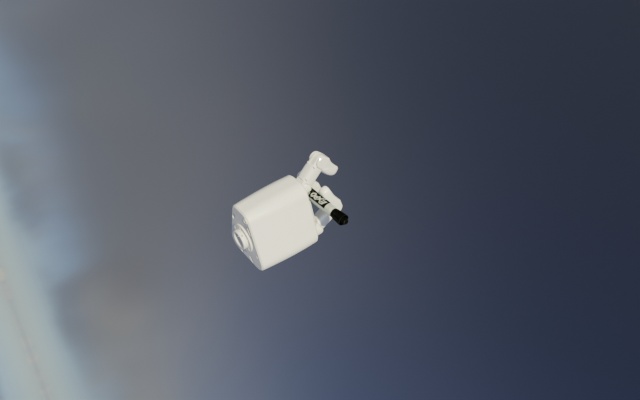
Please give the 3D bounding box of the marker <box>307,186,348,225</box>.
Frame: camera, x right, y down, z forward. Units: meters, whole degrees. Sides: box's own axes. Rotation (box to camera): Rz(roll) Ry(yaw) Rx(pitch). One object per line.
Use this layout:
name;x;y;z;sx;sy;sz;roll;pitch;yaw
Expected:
marker;0.000;0.002;0.733;0.020;0.020;0.121;0;30;-45
